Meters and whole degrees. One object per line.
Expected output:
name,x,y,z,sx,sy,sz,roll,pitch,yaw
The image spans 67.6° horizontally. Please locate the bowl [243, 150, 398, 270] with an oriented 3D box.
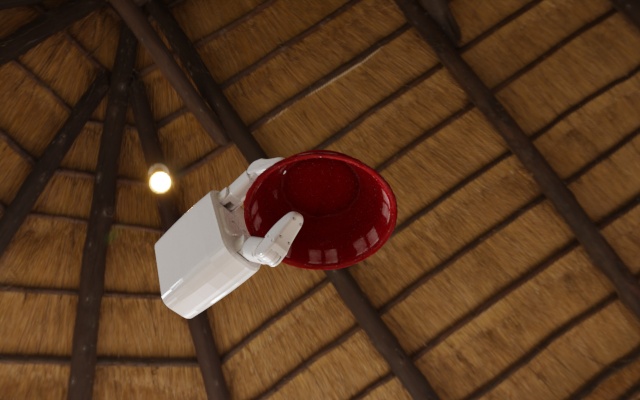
bowl,0.001,0.001,0.520,0.162,0.162,0.055,0,39,1
